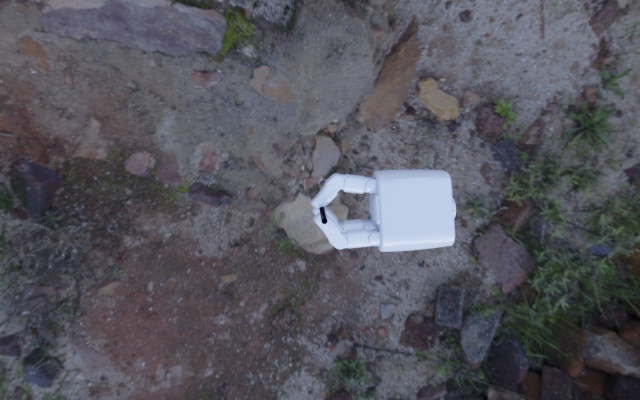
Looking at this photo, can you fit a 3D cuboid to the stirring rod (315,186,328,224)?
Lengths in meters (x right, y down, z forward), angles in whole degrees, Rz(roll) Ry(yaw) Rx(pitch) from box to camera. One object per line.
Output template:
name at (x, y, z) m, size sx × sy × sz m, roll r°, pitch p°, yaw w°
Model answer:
stirring rod at (0.000, 0.002, 0.733) m, size 0.011 × 0.011 × 0.239 m, roll 0°, pitch 12°, yaw -2°
